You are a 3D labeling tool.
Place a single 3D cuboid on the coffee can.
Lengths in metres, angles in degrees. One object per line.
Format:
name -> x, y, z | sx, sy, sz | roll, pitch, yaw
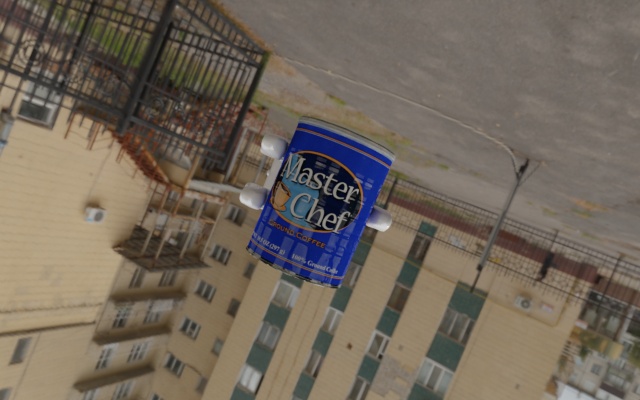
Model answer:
coffee can -> 0.000, 0.001, 0.473 | 0.103, 0.140, 0.103 | 23, 1, 0
